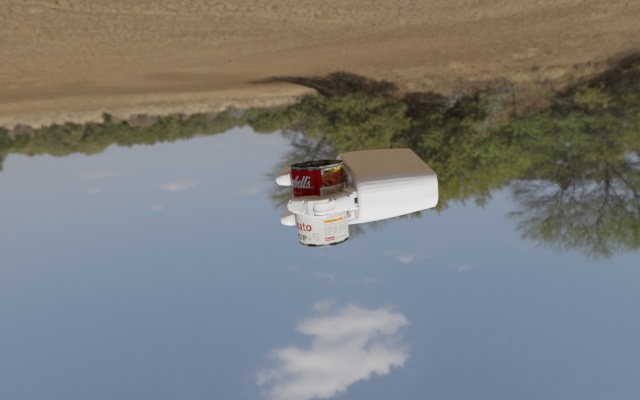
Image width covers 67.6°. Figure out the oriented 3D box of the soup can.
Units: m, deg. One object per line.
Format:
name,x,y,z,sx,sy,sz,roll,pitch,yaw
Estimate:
soup can,0.000,0.002,0.617,0.068,0.102,0.068,-5,12,1
